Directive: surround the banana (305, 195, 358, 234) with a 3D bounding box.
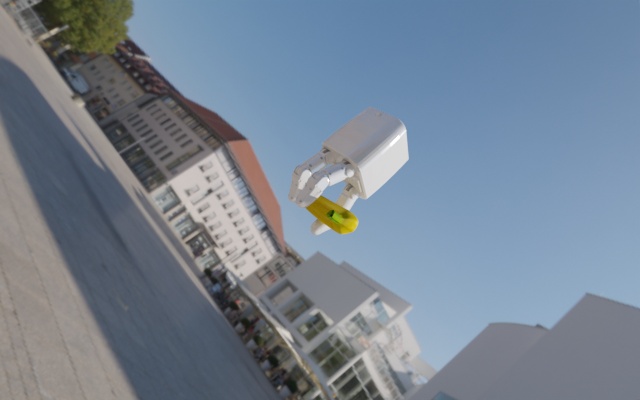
[{"bbox_3d":[0.013,0.016,0.732,0.070,0.037,0.197,47,-7,-19],"label":"banana"}]
